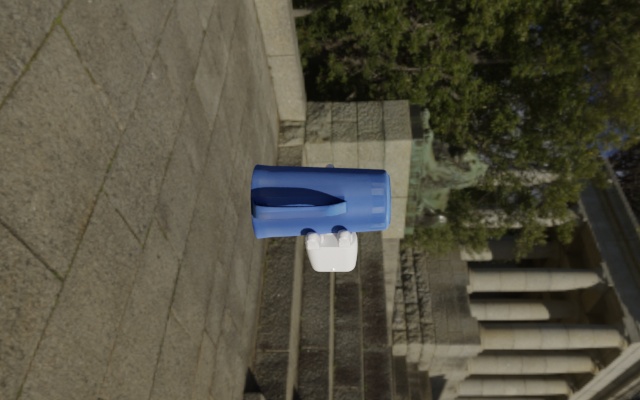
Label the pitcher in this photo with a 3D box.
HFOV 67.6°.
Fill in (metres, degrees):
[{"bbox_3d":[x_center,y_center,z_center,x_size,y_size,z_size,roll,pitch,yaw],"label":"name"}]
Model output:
[{"bbox_3d":[0.000,0.003,0.844,0.243,0.149,0.145,-1,-36,4],"label":"pitcher"}]
